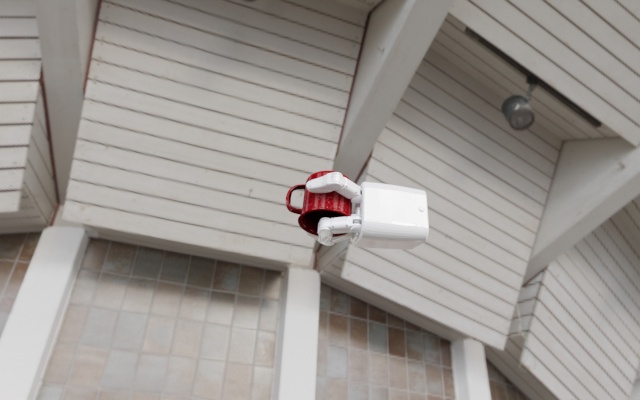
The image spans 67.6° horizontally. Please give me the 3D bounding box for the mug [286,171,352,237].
[{"bbox_3d":[-0.001,0.002,0.800,0.117,0.081,0.093,7,-32,-4],"label":"mug"}]
